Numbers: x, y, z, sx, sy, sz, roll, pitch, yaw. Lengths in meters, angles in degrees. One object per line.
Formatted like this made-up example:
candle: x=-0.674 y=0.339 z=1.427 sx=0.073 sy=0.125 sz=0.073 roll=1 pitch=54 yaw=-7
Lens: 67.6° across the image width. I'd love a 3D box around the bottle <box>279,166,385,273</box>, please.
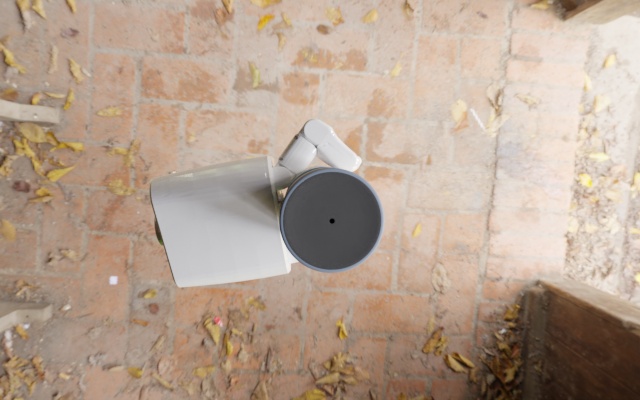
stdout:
bottle: x=0.000 y=0.001 z=0.444 sx=0.069 sy=0.069 sz=0.295 roll=0 pitch=4 yaw=-3
